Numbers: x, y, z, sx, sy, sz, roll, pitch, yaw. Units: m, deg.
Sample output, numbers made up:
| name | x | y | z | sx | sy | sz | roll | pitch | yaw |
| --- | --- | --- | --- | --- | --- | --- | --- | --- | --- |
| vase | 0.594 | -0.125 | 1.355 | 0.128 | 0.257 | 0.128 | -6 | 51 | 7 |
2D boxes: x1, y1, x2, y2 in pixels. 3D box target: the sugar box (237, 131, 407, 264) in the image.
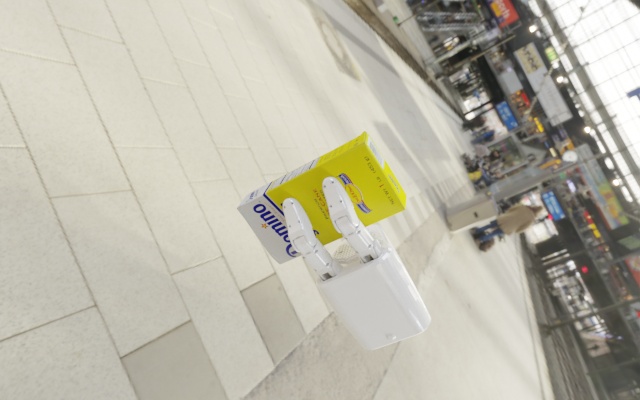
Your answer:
| name | x | y | z | sx | sy | sz | roll | pitch | yaw |
| --- | --- | --- | --- | --- | --- | --- | --- | --- | --- |
| sugar box | 0.000 | 0.002 | 0.555 | 0.176 | 0.093 | 0.048 | -27 | 18 | 21 |
